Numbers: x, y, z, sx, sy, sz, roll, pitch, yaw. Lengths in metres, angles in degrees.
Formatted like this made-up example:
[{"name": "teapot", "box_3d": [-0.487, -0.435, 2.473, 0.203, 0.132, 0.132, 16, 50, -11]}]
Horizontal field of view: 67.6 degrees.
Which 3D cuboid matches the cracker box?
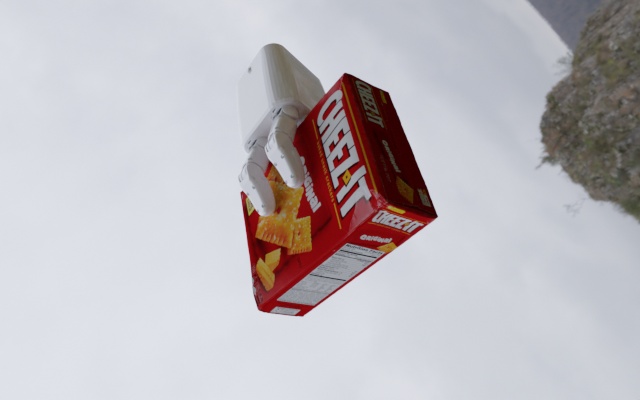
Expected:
[{"name": "cracker box", "box_3d": [0.000, 0.002, 0.502, 0.072, 0.164, 0.214, 14, -43, -35]}]
